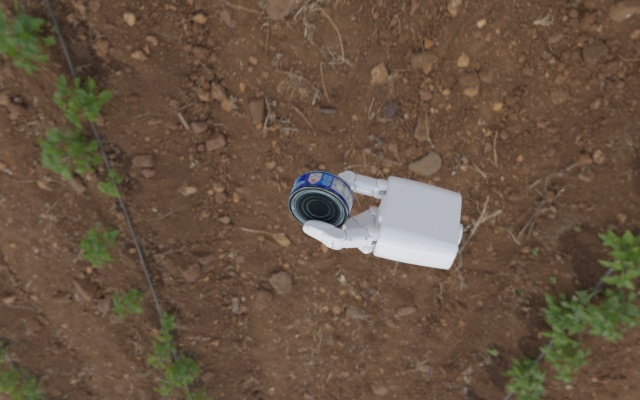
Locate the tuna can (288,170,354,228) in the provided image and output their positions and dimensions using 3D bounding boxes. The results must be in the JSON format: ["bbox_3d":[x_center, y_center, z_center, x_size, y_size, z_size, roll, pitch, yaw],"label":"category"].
[{"bbox_3d":[0.000,0.003,0.648,0.086,0.086,0.033,0,43,19],"label":"tuna can"}]
